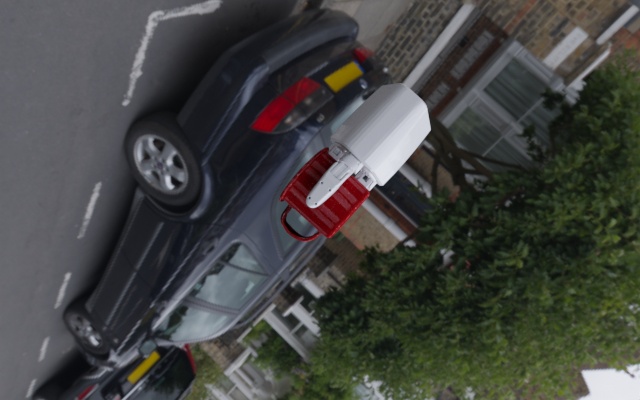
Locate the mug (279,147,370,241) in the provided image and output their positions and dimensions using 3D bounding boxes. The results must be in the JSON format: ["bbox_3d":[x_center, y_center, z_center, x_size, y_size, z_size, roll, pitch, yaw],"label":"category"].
[{"bbox_3d":[-0.001,0.003,0.611,0.081,0.117,0.093,42,4,5],"label":"mug"}]
